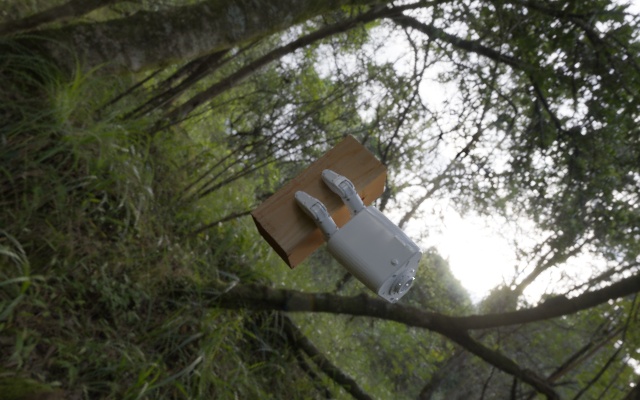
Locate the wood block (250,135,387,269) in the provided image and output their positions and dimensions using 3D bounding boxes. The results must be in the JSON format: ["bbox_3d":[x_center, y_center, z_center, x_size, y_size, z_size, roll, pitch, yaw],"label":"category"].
[{"bbox_3d":[0.001,0.003,0.771,0.206,0.090,0.091,-39,-22,-15],"label":"wood block"}]
